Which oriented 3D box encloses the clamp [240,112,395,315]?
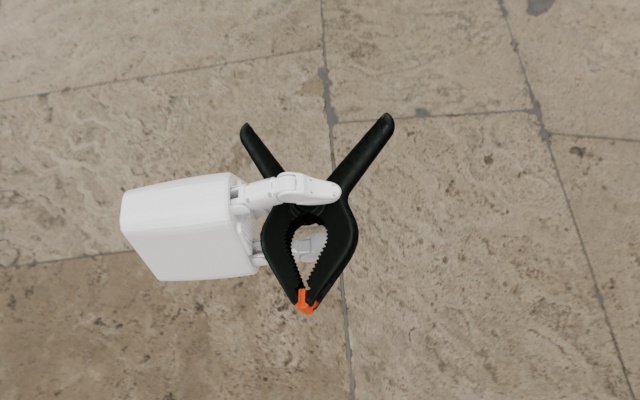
[{"bbox_3d":[0.000,0.002,0.465,0.164,0.210,0.036,-9,-25,9],"label":"clamp"}]
